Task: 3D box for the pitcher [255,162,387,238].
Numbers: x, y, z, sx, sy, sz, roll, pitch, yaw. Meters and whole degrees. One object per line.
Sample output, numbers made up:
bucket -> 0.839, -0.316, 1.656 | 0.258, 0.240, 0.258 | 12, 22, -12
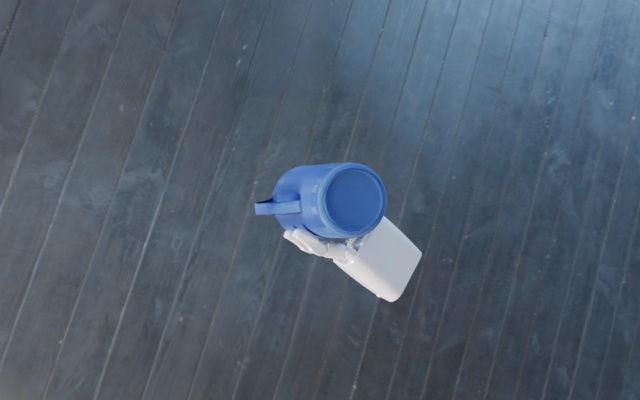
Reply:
pitcher -> 0.000, 0.003, 0.778 | 0.145, 0.149, 0.243 | 40, -12, -13
